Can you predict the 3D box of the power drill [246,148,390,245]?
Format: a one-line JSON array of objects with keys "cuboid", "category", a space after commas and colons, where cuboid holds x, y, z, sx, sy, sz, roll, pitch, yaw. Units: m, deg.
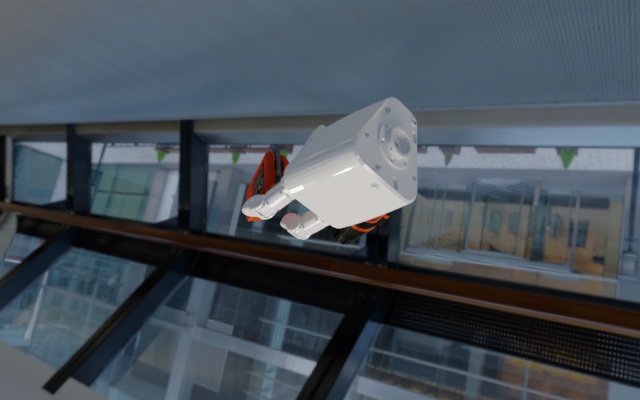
[{"cuboid": [0.000, 0.002, 0.638, 0.187, 0.057, 0.184, 7, -34, -21], "category": "power drill"}]
